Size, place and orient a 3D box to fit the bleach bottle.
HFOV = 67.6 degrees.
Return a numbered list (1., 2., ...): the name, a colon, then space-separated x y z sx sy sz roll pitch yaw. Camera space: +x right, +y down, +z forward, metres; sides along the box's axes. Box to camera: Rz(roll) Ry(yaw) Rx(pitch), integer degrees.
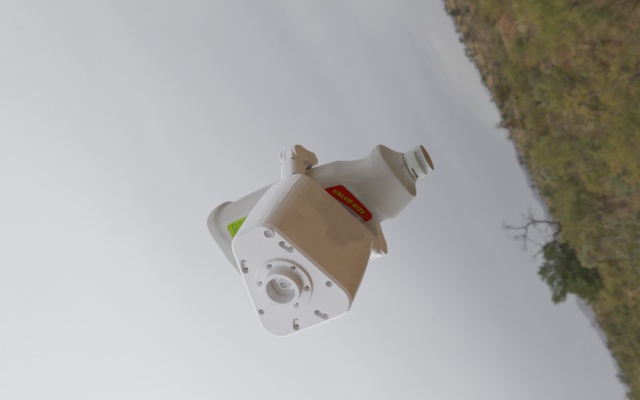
1. bleach bottle: 0.000 0.002 0.526 0.251 0.102 0.068 -27 14 24
